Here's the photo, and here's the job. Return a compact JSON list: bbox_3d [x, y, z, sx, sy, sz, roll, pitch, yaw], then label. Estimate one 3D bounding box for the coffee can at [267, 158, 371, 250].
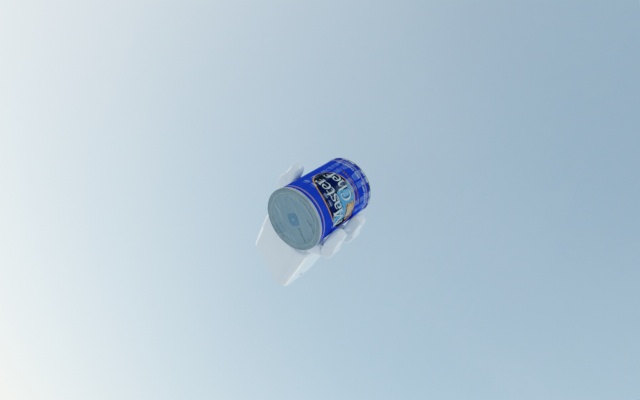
[{"bbox_3d":[0.000,0.002,0.762,0.103,0.103,0.140,0,23,41],"label":"coffee can"}]
